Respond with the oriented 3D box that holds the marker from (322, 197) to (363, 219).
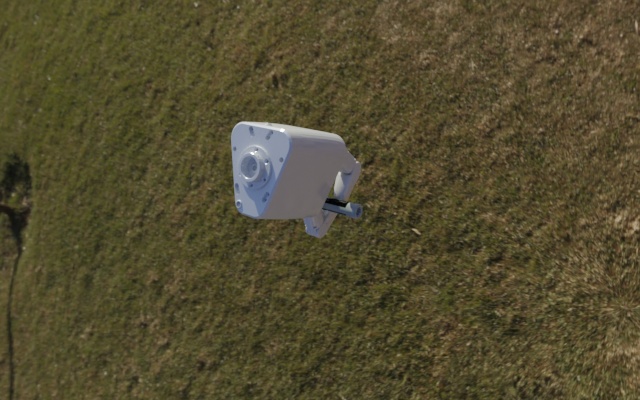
[{"bbox_3d":[0.000,0.002,0.638,0.121,0.020,0.020,15,8,33],"label":"marker"}]
